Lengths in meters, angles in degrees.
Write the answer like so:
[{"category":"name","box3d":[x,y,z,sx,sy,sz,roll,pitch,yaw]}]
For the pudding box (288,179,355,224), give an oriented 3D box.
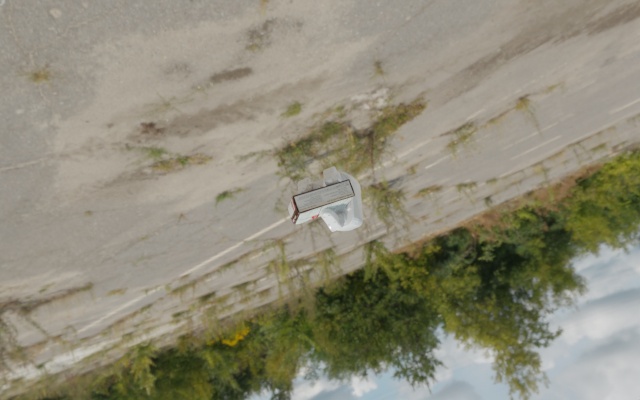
[{"category":"pudding box","box3d":[0.000,0.003,0.886,0.113,0.039,0.090,-19,-12,-14]}]
